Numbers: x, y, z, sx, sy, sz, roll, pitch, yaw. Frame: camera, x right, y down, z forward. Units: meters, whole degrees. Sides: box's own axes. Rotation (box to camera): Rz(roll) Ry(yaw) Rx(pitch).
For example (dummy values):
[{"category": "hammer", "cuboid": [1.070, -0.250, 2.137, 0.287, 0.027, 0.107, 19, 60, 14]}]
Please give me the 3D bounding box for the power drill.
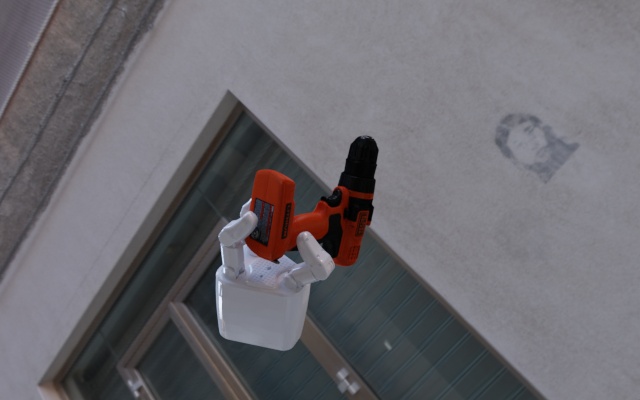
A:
[{"category": "power drill", "cuboid": [0.000, 0.002, 0.611, 0.187, 0.184, 0.057, 0, 14, -46]}]
